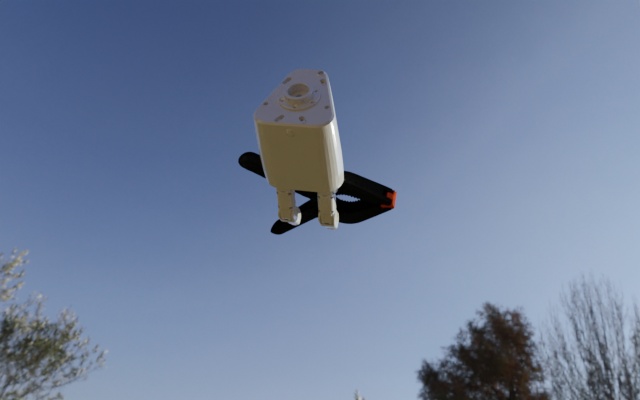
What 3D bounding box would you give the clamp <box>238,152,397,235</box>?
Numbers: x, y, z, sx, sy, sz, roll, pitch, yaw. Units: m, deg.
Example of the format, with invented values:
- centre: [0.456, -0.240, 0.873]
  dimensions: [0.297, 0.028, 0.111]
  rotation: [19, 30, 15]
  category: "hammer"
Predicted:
- centre: [0.001, 0.001, 0.673]
  dimensions: [0.210, 0.036, 0.165]
  rotation: [6, -39, 12]
  category: "clamp"
